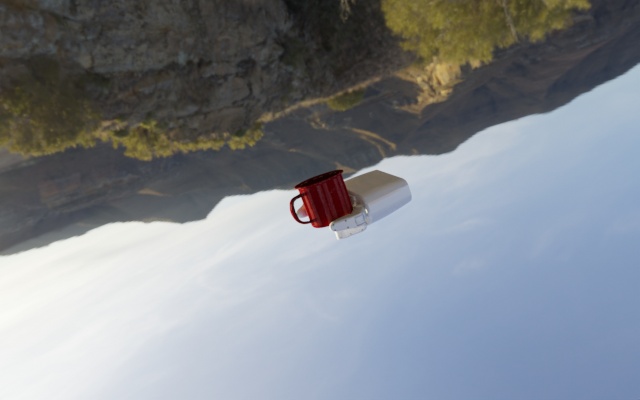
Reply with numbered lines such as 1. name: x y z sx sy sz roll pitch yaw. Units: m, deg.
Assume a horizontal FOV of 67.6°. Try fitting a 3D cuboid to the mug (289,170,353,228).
1. mug: -0.001 0.004 0.849 0.117 0.081 0.093 -24 11 -24
